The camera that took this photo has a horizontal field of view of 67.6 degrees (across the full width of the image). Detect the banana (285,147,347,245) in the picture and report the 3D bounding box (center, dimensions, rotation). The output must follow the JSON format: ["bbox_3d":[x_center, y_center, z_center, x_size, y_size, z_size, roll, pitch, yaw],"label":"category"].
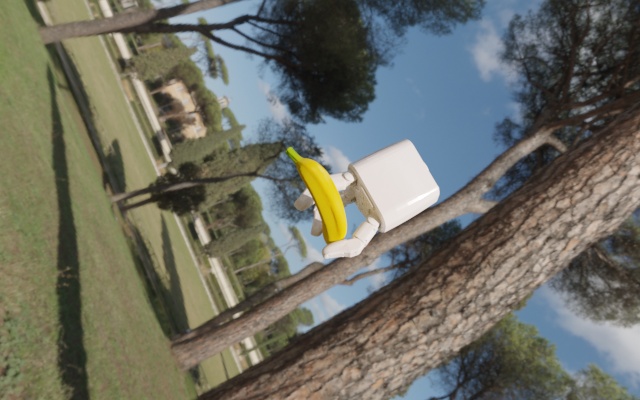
[{"bbox_3d":[0.008,0.009,0.681,0.037,0.198,0.069,-31,41,-12],"label":"banana"}]
